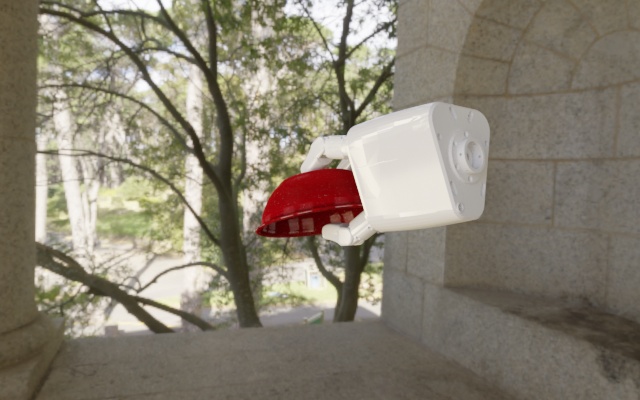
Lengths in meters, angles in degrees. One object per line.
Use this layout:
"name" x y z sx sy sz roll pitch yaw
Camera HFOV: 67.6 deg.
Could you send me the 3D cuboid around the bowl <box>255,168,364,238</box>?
"bowl" -0.001 0.002 0.569 0.162 0.055 0.162 -9 -13 -2
